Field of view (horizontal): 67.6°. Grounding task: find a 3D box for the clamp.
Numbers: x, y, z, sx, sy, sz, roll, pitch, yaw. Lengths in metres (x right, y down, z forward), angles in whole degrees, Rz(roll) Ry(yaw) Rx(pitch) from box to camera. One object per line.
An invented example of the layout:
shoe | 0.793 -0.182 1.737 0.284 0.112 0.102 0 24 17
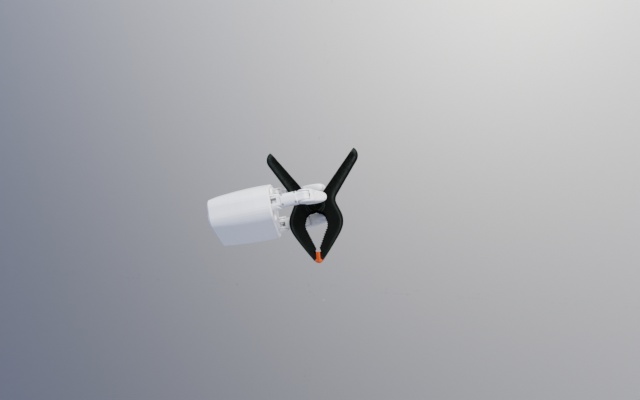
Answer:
clamp | 0.000 0.003 0.846 0.164 0.210 0.036 -11 -11 1
